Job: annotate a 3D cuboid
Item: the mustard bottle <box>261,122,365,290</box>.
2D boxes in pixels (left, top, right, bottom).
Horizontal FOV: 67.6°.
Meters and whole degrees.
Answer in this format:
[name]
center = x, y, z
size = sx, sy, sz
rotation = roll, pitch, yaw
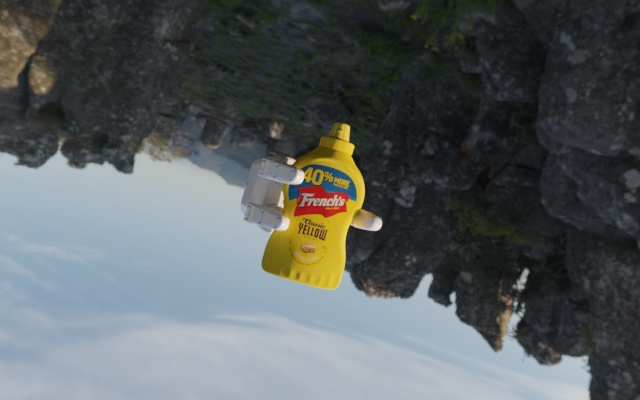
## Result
[mustard bottle]
center = 0.000, 0.002, 0.565
size = 0.096, 0.191, 0.058
rotation = 16, 1, 0
